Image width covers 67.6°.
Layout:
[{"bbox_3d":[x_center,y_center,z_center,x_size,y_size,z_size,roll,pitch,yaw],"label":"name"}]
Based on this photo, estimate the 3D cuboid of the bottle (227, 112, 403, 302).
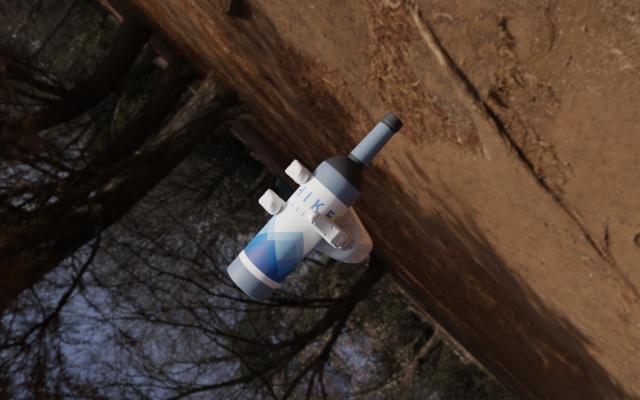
[{"bbox_3d":[0.000,0.002,0.628,0.069,0.296,0.069,42,2,-2],"label":"bottle"}]
